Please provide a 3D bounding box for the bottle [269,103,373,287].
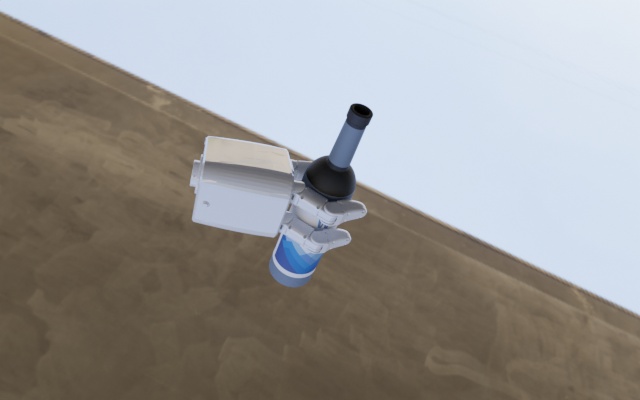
[{"bbox_3d":[0.000,0.002,0.619,0.069,0.069,0.296,0,-43,-25],"label":"bottle"}]
